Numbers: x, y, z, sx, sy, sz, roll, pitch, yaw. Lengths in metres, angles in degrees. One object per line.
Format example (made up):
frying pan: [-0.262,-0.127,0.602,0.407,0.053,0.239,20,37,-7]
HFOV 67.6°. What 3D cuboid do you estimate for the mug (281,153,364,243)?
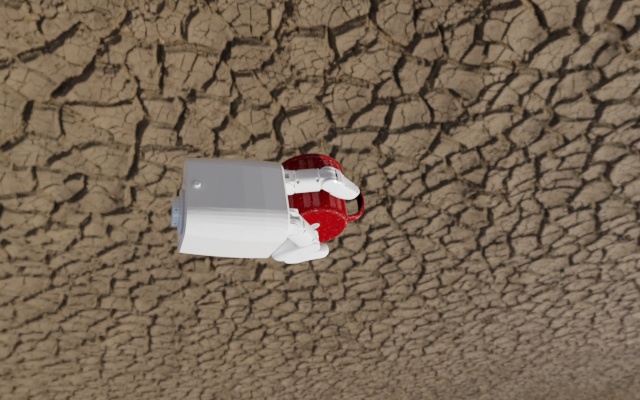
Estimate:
mug: [0.001,0.002,0.606,0.117,0.081,0.093,4,-36,-19]
